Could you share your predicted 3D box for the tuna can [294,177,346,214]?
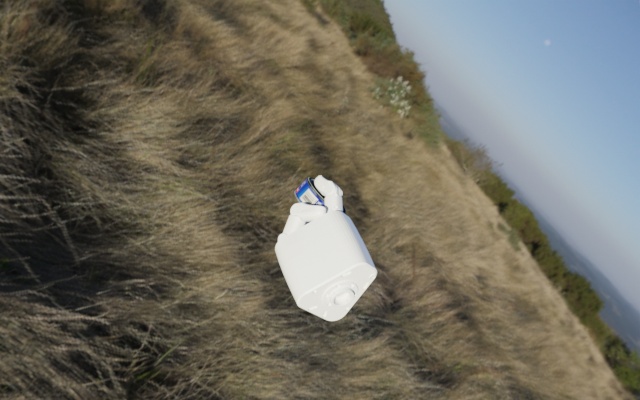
[{"bbox_3d":[0.000,0.002,0.769,0.086,0.034,0.086,41,14,-12],"label":"tuna can"}]
